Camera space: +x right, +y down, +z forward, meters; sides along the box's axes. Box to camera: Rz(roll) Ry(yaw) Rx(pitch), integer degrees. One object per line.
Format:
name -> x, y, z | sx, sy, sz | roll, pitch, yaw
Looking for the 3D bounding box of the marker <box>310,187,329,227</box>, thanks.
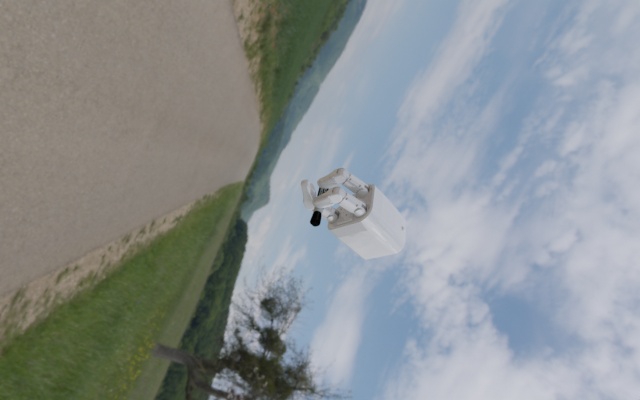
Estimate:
marker -> 0.000, 0.003, 0.865 | 0.020, 0.020, 0.121 | 0, 41, 13
